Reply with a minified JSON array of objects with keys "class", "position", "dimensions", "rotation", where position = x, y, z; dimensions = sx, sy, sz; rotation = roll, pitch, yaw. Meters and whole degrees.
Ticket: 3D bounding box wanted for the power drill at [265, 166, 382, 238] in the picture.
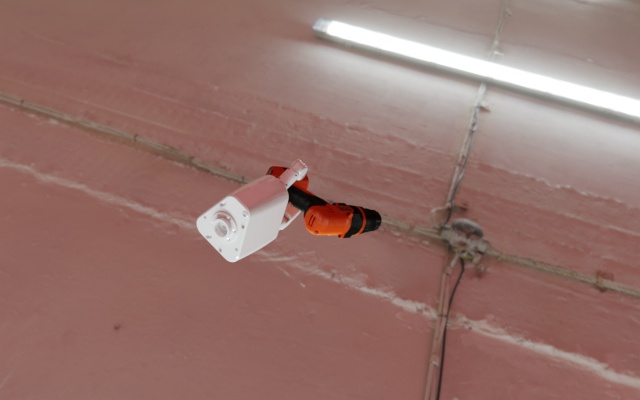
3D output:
[{"class":"power drill","position":[0.000,0.003,0.849],"dimensions":[0.187,0.057,0.184],"rotation":[32,16,36]}]
